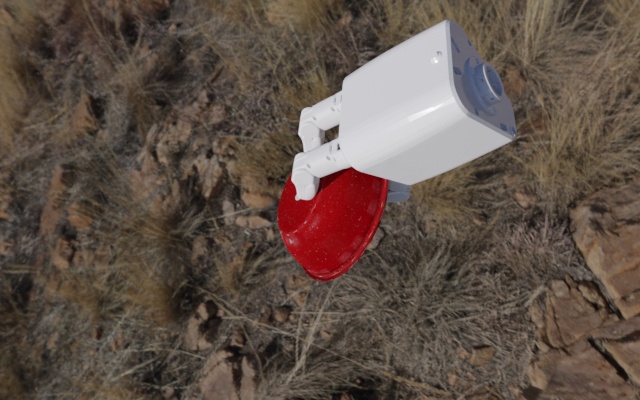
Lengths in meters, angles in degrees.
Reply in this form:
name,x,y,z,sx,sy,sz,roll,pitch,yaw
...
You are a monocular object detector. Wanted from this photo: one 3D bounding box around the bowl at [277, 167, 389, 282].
name,x,y,z,sx,sy,sz,roll,pitch,yaw
bowl,-0.001,0.002,0.513,0.055,0.162,0.162,23,-11,-27
